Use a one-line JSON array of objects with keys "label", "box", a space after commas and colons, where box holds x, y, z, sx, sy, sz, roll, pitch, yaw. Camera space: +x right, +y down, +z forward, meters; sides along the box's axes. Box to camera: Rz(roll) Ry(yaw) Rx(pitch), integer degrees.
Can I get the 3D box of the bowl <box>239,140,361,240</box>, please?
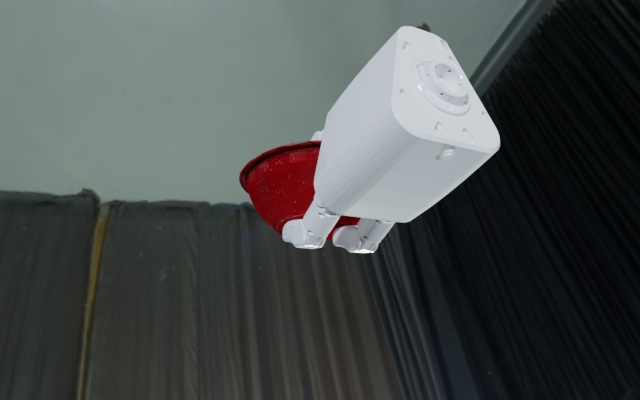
[{"label": "bowl", "box": [0.000, 0.002, 0.479, 0.162, 0.055, 0.162, -3, -21, -1]}]
